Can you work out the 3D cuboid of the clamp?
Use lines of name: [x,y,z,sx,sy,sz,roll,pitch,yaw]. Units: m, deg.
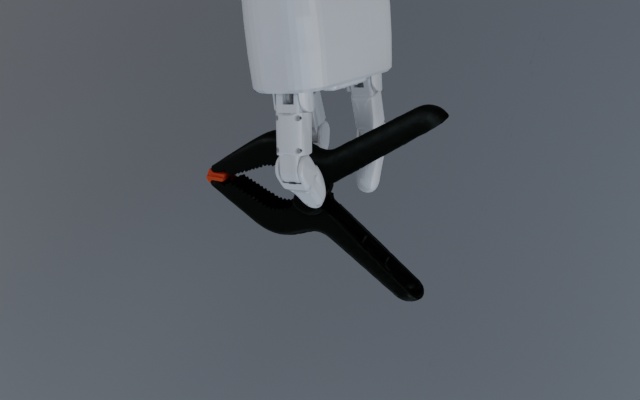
clamp: [-0.001,0.001,0.404,0.210,0.165,0.036,5,23,24]
